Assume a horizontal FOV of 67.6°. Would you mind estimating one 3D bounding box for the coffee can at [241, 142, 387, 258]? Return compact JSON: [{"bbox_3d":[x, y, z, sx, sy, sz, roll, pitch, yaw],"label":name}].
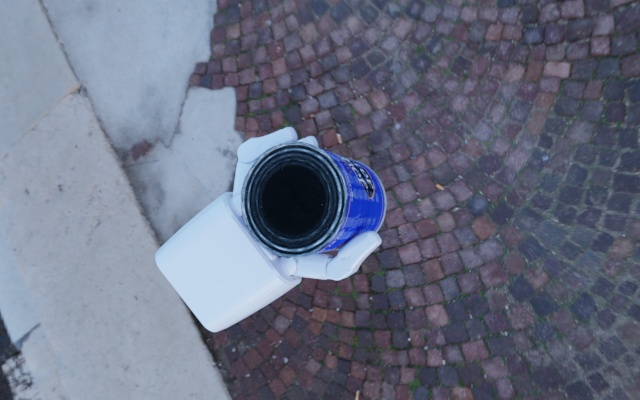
[{"bbox_3d":[0.000,0.002,0.480,0.103,0.103,0.140,0,-2,21],"label":"coffee can"}]
